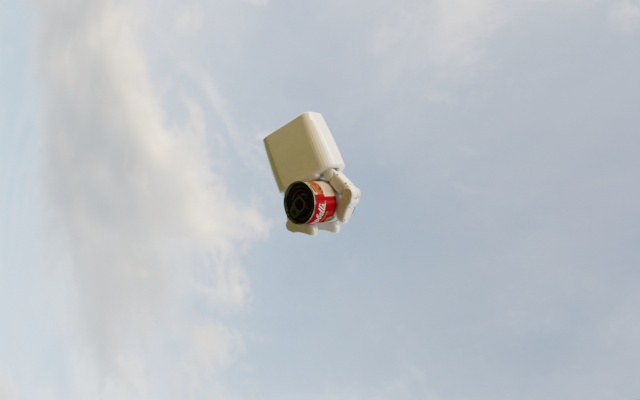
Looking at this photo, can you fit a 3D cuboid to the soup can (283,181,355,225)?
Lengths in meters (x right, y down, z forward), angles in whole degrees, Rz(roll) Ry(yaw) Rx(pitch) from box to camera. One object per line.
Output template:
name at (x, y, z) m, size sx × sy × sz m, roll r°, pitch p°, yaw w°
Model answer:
soup can at (0.001, 0.003, 0.769) m, size 0.068 × 0.068 × 0.102 m, roll 0°, pitch 1°, yaw 42°
